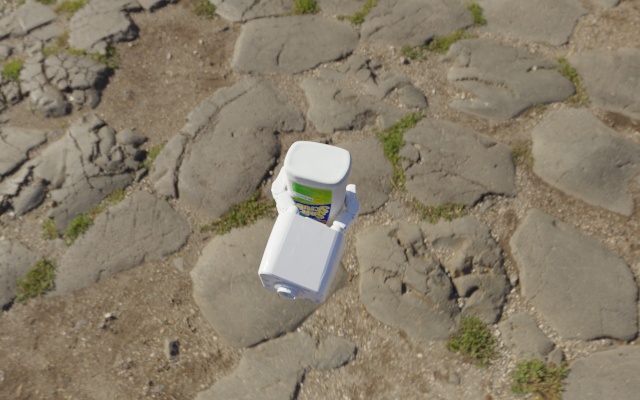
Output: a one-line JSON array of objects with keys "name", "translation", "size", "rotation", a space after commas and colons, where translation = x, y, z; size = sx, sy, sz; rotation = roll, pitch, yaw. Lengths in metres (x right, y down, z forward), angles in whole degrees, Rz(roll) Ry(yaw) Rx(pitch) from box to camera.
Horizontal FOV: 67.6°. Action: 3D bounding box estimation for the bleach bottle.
[{"name": "bleach bottle", "translation": [0.000, 0.003, 0.809], "size": [0.102, 0.068, 0.251], "rotation": [14, -28, 11]}]
